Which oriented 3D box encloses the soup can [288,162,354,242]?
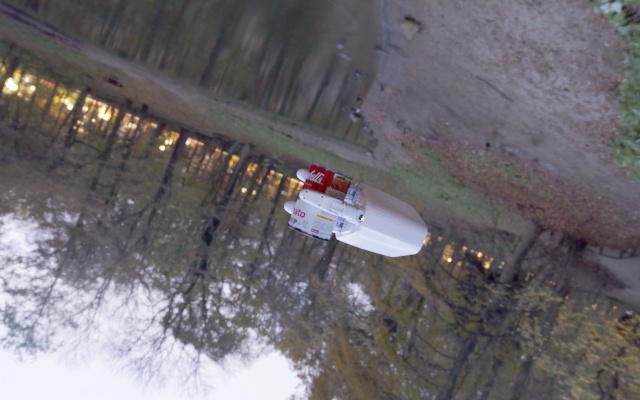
[{"bbox_3d":[0.000,0.002,0.715,0.068,0.102,0.068,21,1,0],"label":"soup can"}]
